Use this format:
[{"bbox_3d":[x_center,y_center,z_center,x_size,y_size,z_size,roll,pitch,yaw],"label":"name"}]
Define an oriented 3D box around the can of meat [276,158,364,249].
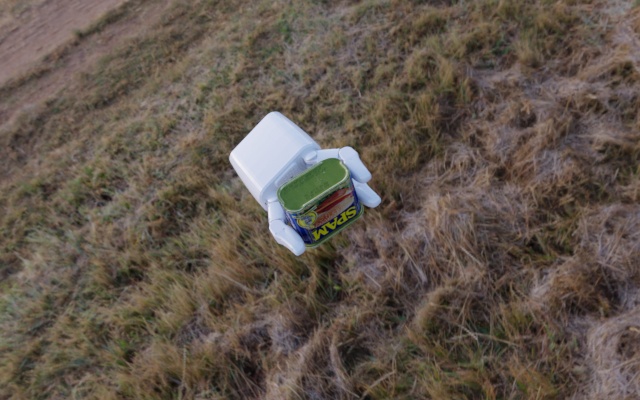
[{"bbox_3d":[0.000,0.002,0.627,0.102,0.057,0.084,-33,-39,-9],"label":"can of meat"}]
